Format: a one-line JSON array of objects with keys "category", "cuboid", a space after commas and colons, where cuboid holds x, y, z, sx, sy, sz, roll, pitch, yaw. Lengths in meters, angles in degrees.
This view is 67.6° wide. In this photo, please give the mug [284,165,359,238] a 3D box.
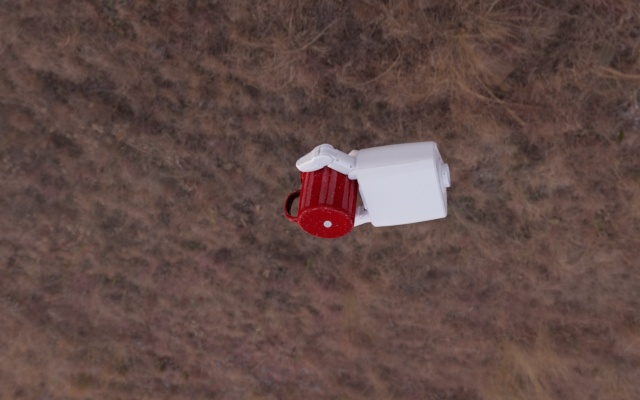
[{"category": "mug", "cuboid": [-0.001, 0.003, 0.689, 0.117, 0.081, 0.093, -8, -39, 21]}]
